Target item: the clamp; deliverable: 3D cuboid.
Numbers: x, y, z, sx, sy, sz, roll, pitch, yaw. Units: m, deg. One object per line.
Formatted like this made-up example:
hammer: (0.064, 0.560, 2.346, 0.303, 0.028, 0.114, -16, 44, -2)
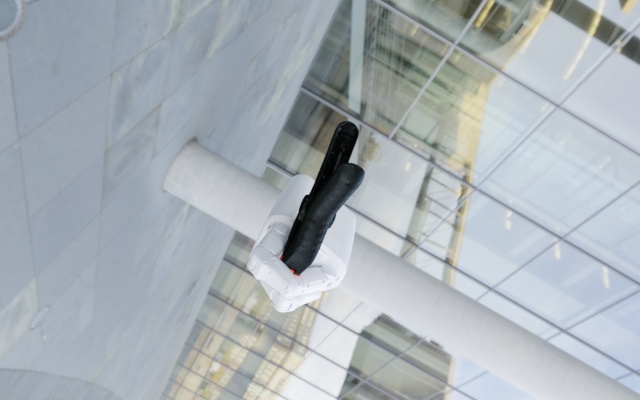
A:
clamp: (0.001, 0.002, 0.488, 0.039, 0.171, 0.120, 27, 35, -7)
